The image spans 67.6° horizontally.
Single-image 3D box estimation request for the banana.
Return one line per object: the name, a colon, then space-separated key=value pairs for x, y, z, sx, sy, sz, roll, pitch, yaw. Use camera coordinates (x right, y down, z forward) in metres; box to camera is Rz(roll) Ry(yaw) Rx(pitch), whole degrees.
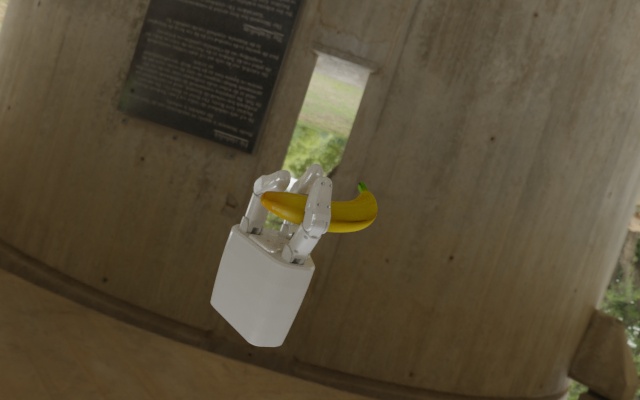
banana: x=0.015 y=0.011 z=0.571 sx=0.069 sy=0.037 sz=0.198 roll=36 pitch=24 yaw=30
